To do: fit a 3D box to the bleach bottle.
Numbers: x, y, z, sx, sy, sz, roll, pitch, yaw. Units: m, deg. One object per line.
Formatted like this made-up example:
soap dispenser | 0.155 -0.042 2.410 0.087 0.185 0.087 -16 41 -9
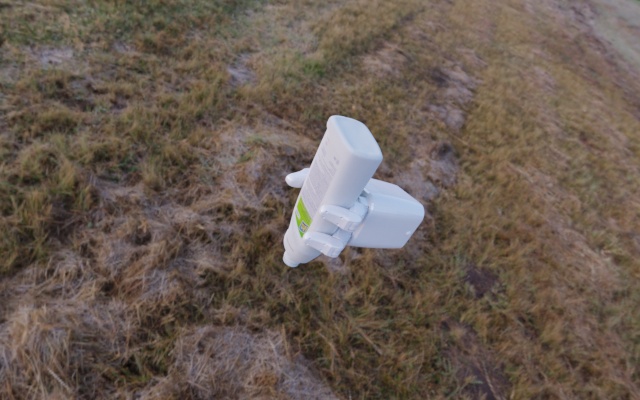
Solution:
bleach bottle | 0.000 0.002 0.728 0.068 0.251 0.102 9 38 -28
